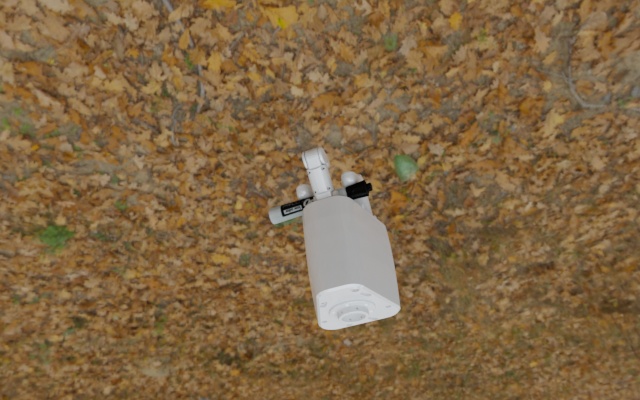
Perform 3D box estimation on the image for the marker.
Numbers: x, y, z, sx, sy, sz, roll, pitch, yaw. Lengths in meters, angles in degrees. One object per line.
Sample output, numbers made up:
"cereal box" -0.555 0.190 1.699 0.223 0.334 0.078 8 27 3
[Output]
"marker" 0.000 0.002 0.539 0.121 0.020 0.020 -17 -4 12
